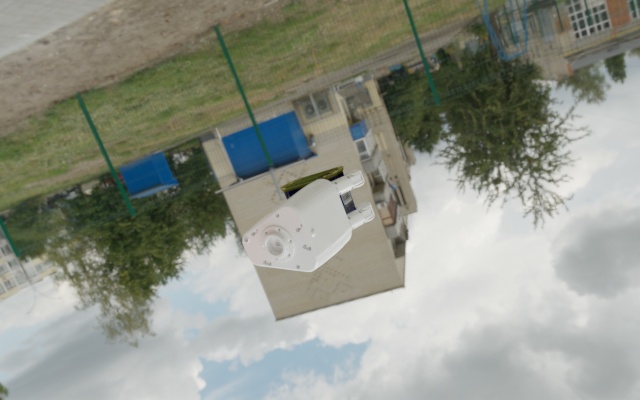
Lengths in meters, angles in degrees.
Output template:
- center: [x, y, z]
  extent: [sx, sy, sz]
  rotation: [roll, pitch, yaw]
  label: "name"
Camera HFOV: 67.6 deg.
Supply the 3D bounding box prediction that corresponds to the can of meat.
- center: [0.000, 0.003, 0.738]
  extent: [0.102, 0.084, 0.057]
  rotation: [-15, 10, 28]
  label: "can of meat"
